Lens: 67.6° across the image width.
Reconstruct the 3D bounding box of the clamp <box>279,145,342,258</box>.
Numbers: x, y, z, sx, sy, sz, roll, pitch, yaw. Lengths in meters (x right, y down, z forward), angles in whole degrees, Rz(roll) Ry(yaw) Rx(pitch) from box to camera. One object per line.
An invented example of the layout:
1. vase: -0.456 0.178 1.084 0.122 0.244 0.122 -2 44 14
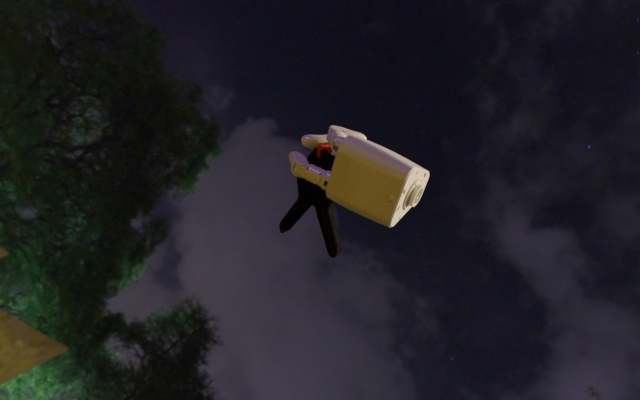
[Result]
1. clamp: 0.000 0.002 0.739 0.120 0.171 0.039 29 28 23
